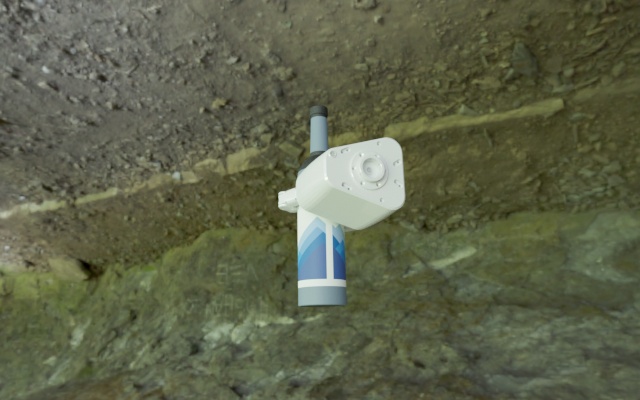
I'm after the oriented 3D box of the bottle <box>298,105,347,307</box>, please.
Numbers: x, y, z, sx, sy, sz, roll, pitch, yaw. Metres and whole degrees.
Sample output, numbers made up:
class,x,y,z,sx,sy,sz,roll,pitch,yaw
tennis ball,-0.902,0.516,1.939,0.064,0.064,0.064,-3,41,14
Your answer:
class,x,y,z,sx,sy,sz,roll,pitch,yaw
bottle,0.000,0.003,0.692,0.069,0.295,0.069,-1,-15,0
